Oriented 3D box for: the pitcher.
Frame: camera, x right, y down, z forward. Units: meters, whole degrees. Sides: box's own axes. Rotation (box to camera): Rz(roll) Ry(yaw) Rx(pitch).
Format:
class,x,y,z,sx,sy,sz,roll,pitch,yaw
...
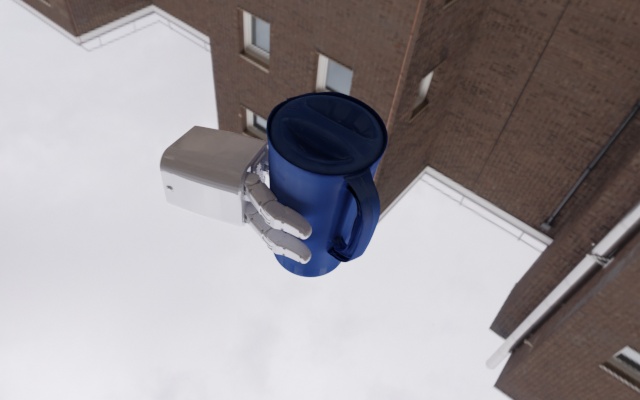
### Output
class,x,y,z,sx,sy,sz,roll,pitch,yaw
pitcher,0.000,0.002,0.600,0.145,0.149,0.243,15,-39,5
